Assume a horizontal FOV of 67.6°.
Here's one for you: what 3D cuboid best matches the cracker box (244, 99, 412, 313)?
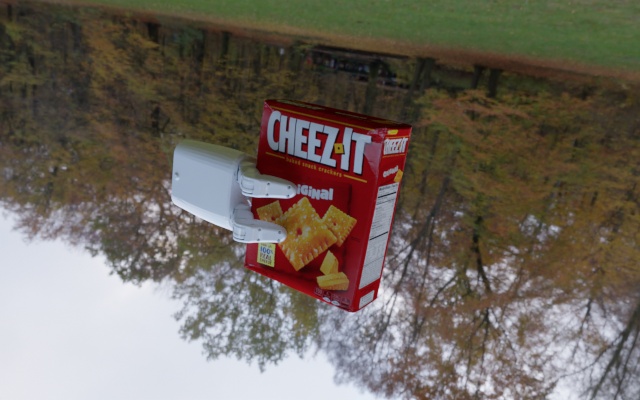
[{"bbox_3d":[0.000,0.002,0.560,0.164,0.214,0.072,18,19,30],"label":"cracker box"}]
